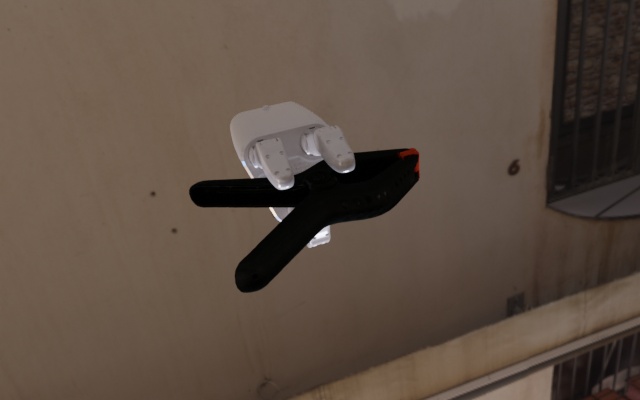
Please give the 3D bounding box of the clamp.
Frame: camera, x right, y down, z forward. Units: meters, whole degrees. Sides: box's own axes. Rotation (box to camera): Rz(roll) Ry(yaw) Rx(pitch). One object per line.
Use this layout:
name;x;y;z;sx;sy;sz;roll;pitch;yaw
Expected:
clamp;0.001;0.002;0.408;0.210;0.036;0.164;-15;31;-13
